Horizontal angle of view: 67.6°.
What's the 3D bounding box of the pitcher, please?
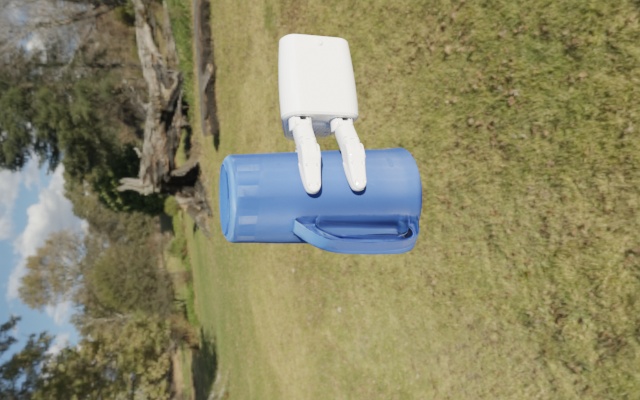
[{"bbox_3d":[0.000,0.002,0.608,0.243,0.145,0.149,-1,-8,-18],"label":"pitcher"}]
